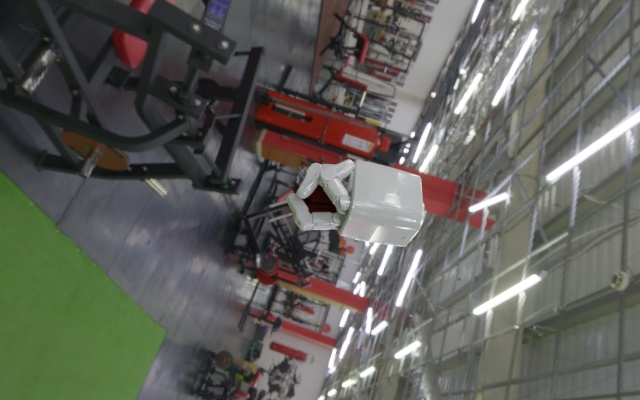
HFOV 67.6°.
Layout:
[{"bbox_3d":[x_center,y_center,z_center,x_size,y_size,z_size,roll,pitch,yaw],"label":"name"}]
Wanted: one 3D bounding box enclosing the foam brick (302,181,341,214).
[{"bbox_3d":[0.000,0.003,0.762,0.051,0.053,0.078,6,-28,-9],"label":"foam brick"}]
